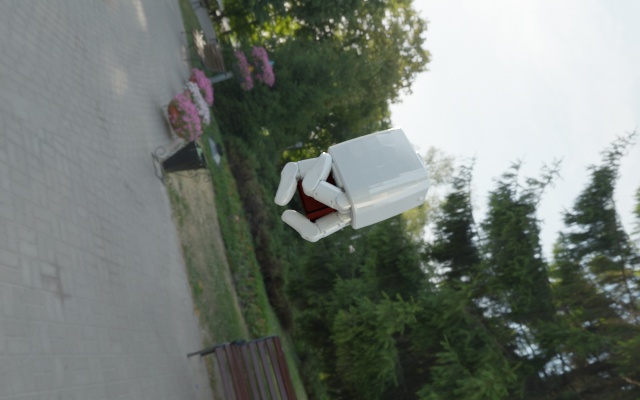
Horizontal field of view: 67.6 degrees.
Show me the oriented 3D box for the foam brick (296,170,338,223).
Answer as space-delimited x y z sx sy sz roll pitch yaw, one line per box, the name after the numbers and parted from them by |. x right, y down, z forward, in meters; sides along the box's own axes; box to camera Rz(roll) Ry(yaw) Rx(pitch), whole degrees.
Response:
0.000 0.002 0.675 0.051 0.053 0.078 -19 -20 -3 | foam brick
